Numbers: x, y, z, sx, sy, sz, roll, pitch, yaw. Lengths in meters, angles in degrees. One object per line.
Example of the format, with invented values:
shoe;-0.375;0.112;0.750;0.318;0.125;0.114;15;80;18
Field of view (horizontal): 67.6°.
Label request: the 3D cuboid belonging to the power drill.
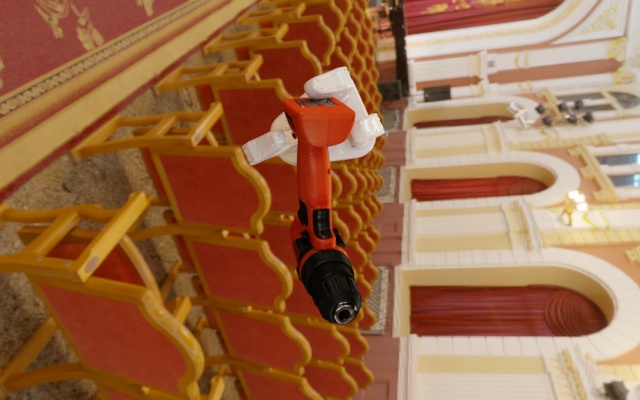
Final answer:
power drill;0.000;0.001;0.462;0.057;0.188;0.184;-5;22;-13
